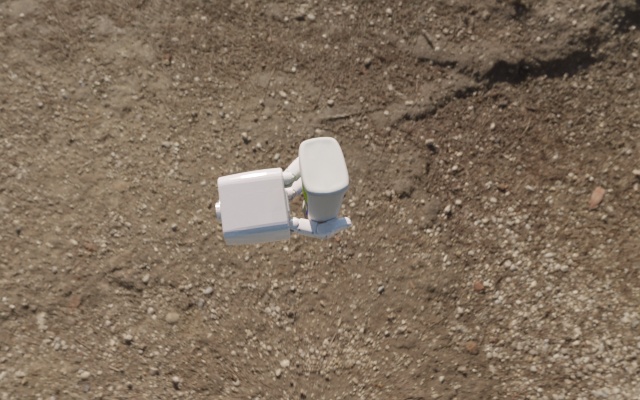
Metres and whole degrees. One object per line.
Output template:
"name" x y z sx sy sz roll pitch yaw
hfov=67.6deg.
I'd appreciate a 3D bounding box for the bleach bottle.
"bleach bottle" 0.000 0.003 0.802 0.068 0.102 0.251 -8 -26 -6
